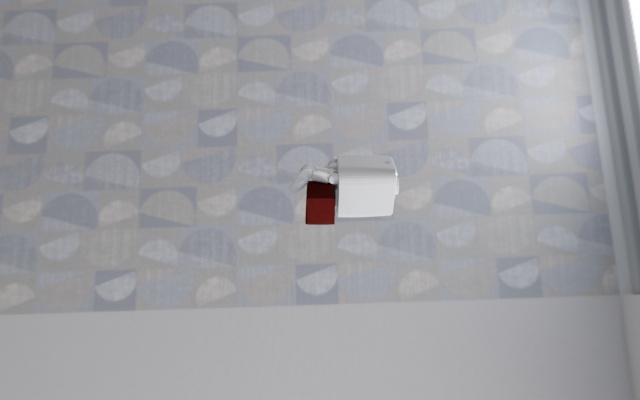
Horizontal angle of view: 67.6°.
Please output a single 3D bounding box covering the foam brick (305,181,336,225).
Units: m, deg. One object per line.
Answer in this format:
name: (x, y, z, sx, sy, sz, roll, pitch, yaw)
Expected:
foam brick: (0.000, 0.003, 0.847, 0.051, 0.053, 0.078, 2, 26, -1)
